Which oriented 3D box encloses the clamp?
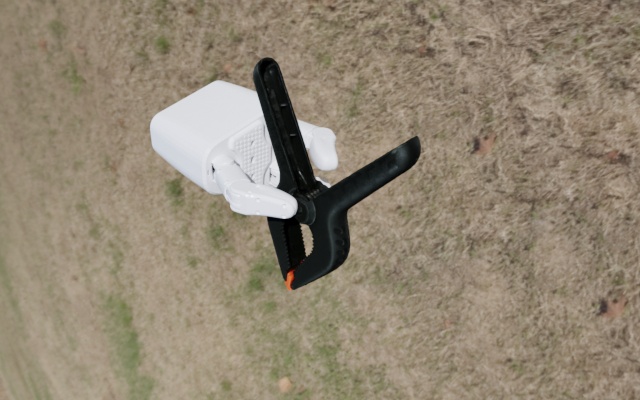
[{"bbox_3d":[-0.001,0.002,0.407,0.164,0.210,0.036,30,39,35],"label":"clamp"}]
